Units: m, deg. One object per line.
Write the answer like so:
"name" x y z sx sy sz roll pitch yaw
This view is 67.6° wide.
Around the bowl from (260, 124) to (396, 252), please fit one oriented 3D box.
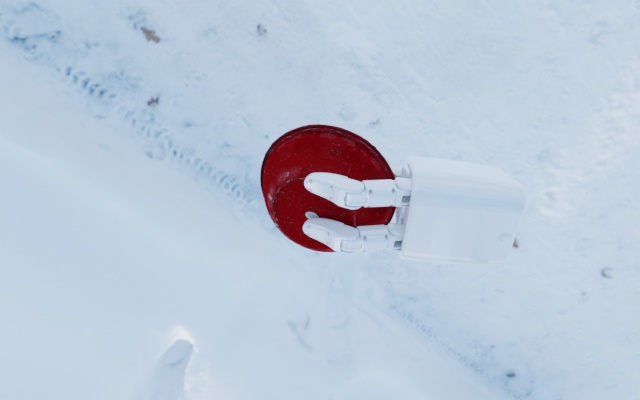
"bowl" -0.001 0.002 0.521 0.162 0.162 0.055 0 32 19
